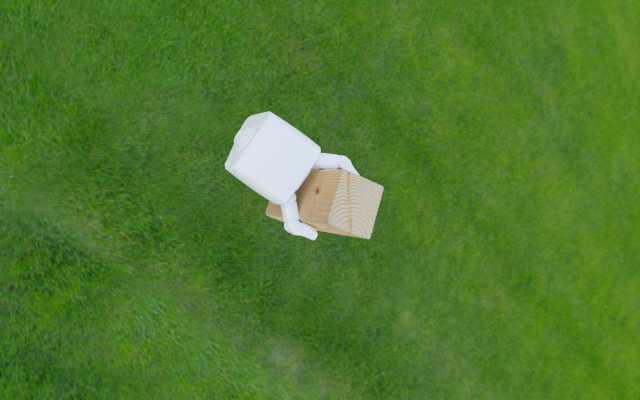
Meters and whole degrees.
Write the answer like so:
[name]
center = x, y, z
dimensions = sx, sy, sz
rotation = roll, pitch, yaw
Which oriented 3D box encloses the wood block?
[wood block]
center = 0.000, 0.003, 0.827
dimensions = 0.090, 0.091, 0.206
rotation = 22, -9, -32
